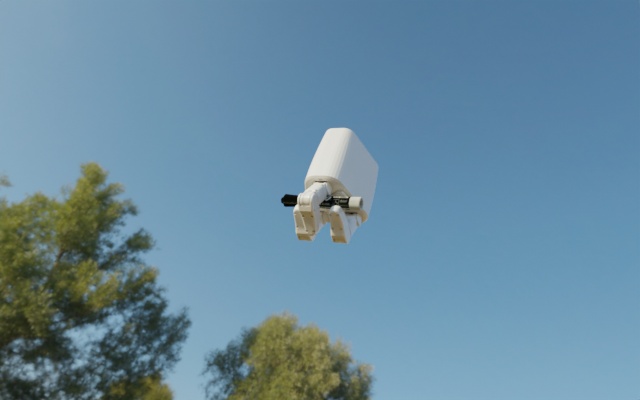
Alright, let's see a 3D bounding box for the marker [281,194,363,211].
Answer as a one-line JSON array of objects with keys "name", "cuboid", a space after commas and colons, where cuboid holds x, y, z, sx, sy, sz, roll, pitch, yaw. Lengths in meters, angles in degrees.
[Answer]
[{"name": "marker", "cuboid": [0.000, 0.002, 0.671, 0.121, 0.020, 0.020, 2, 1, 23]}]
